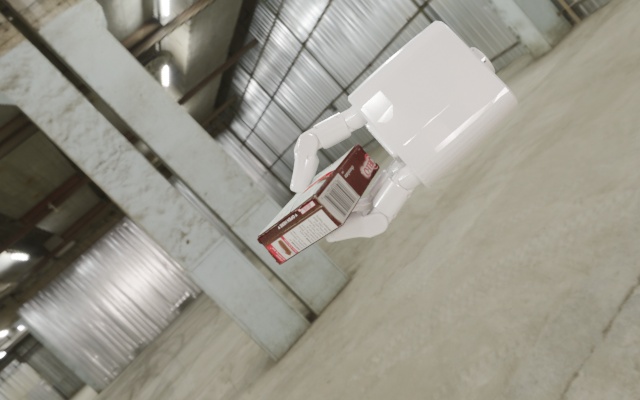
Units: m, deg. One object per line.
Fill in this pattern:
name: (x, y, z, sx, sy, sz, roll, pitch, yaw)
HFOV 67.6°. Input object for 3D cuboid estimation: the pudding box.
pudding box: (0.000, 0.001, 0.461, 0.090, 0.039, 0.113, -37, 8, 38)
